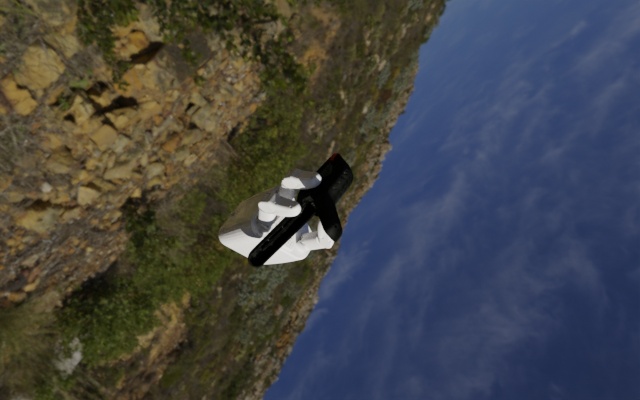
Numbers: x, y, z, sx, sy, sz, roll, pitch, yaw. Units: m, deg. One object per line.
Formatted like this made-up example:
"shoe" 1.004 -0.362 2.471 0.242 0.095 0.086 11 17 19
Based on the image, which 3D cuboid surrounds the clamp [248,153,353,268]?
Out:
"clamp" 0.001 0.002 0.660 0.164 0.036 0.210 -17 31 46
